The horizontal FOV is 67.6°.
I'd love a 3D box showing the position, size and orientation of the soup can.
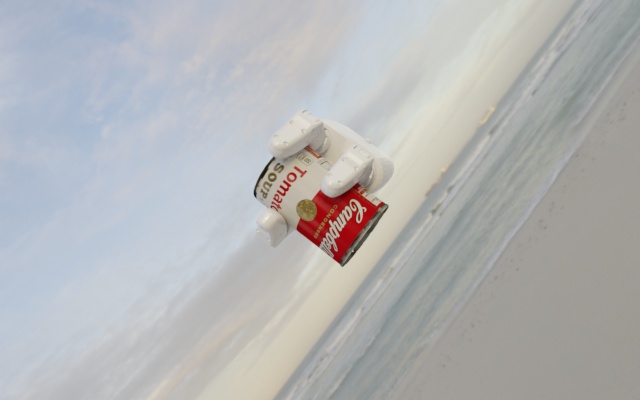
[{"bbox_3d":[0.000,0.001,0.425,0.102,0.068,0.068,37,7,10],"label":"soup can"}]
